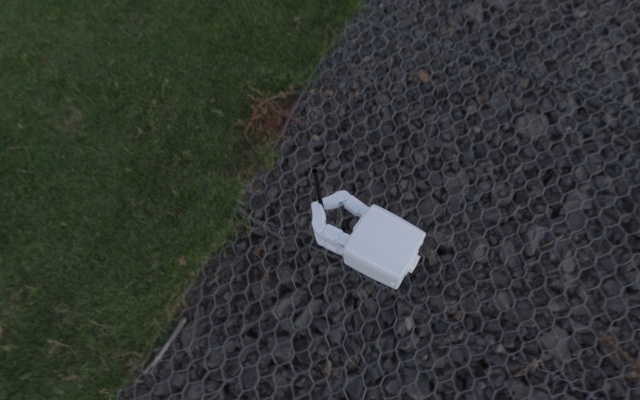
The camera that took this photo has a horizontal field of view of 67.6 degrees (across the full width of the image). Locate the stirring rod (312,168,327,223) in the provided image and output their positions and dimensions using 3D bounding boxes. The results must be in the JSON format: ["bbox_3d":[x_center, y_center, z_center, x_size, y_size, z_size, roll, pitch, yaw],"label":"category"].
[{"bbox_3d":[0.000,0.003,0.830,0.011,0.011,0.240,0,-23,5],"label":"stirring rod"}]
